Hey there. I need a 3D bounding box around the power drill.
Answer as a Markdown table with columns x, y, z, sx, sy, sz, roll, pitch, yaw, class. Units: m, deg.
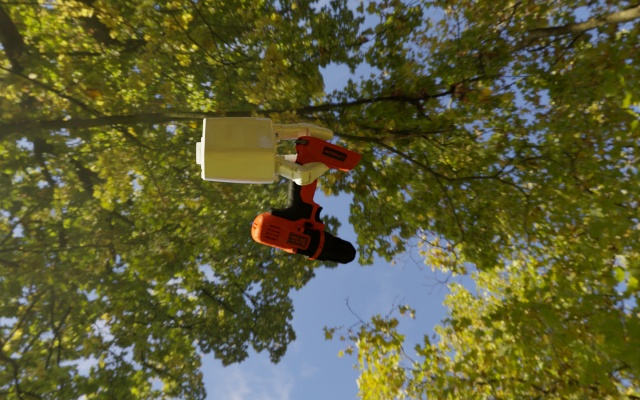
| x | y | z | sx | sy | sz | roll | pitch | yaw | class |
| --- | --- | --- | --- | --- | --- | --- | --- | --- | --- |
| 0.000 | 0.002 | 0.769 | 0.184 | 0.187 | 0.057 | 19 | -1 | -26 | power drill |
